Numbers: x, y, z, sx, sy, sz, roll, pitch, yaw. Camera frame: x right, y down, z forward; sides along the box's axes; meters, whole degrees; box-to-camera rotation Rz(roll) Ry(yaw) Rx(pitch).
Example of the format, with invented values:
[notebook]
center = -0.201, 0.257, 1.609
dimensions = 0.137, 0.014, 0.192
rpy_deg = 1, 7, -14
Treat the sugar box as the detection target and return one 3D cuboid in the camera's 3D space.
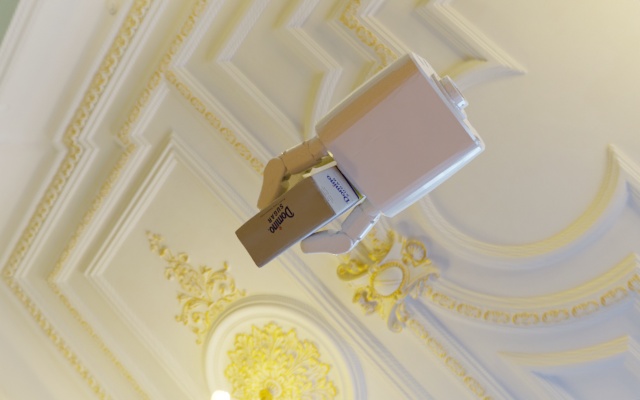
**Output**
[sugar box]
center = 0.000, 0.001, 0.473
dimensions = 0.093, 0.048, 0.176
rpy_deg = -36, -5, 24
